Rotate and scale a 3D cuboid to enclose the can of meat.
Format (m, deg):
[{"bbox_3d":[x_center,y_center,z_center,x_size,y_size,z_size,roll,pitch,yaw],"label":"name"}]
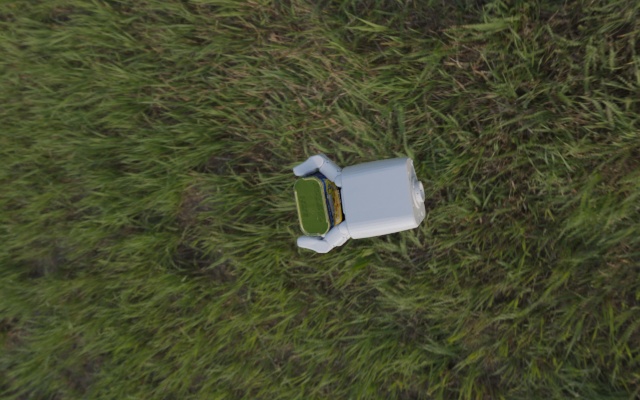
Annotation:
[{"bbox_3d":[0.000,0.003,0.791,0.057,0.102,0.084,-7,8,23],"label":"can of meat"}]
